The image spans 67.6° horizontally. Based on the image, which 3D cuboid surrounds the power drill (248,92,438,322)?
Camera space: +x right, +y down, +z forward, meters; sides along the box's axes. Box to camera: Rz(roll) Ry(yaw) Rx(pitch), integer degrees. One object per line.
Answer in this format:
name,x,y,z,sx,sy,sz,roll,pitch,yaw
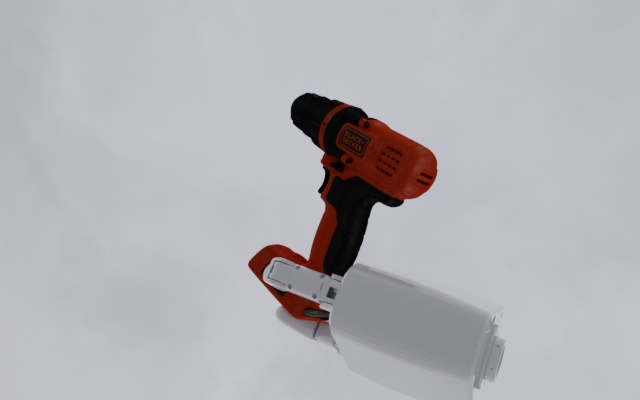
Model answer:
power drill,0.000,0.002,0.449,0.057,0.188,0.184,13,18,-42
